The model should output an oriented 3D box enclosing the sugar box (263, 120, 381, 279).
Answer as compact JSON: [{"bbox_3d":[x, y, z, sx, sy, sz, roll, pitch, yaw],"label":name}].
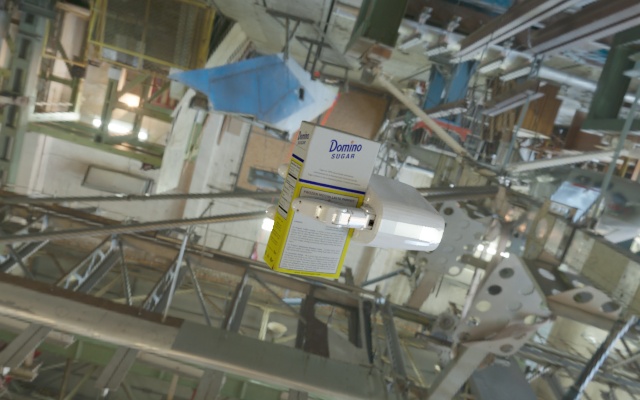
[{"bbox_3d":[0.000,0.002,0.570,0.093,0.176,0.048,11,10,-29],"label":"sugar box"}]
